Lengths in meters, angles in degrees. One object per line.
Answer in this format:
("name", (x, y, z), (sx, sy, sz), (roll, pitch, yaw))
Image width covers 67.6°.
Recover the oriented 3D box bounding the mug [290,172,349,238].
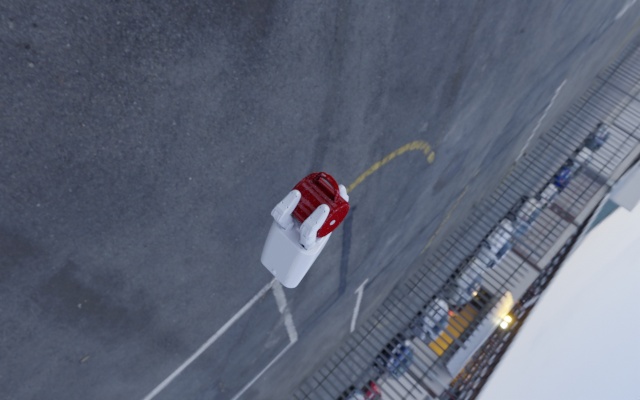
("mug", (0.001, 0.002, 0.827), (0.081, 0.117, 0.093), (43, 42, 19))
